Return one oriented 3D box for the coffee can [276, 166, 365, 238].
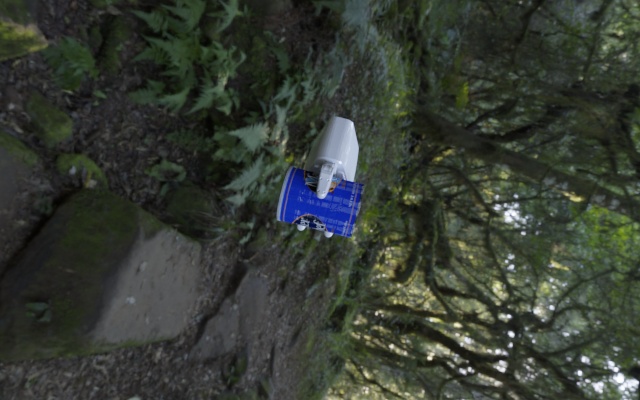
[{"bbox_3d":[0.000,0.003,0.871,0.140,0.103,0.103,14,0,2],"label":"coffee can"}]
